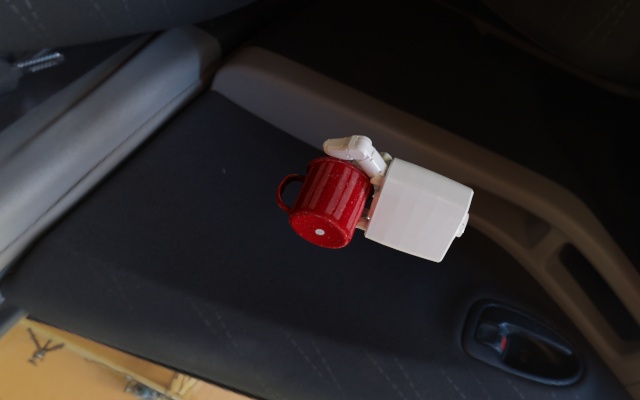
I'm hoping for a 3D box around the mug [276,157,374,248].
[{"bbox_3d":[-0.001,0.002,0.600,0.117,0.081,0.093,19,-30,9],"label":"mug"}]
